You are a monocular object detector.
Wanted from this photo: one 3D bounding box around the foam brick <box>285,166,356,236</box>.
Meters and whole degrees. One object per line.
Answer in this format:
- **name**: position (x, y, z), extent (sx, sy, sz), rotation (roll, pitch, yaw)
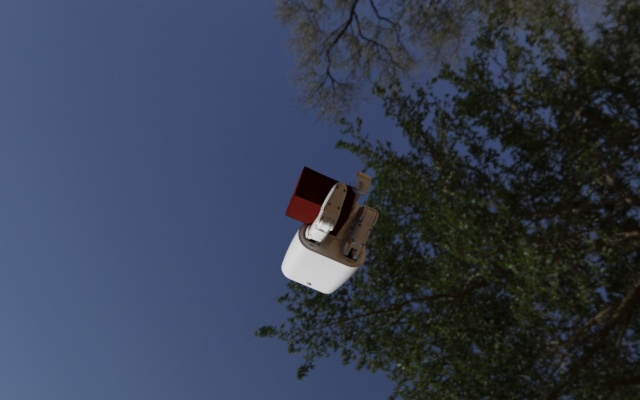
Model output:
- **foam brick**: position (0.000, 0.002, 0.634), extent (0.078, 0.053, 0.051), rotation (24, -38, -6)
